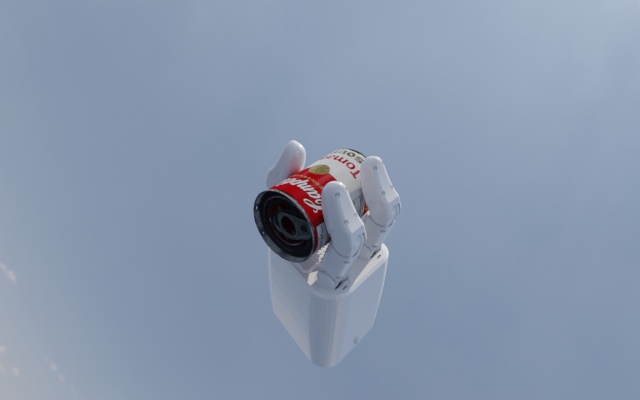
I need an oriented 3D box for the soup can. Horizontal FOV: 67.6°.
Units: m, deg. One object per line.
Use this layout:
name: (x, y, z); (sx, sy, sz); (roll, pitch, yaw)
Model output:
soup can: (0.000, 0.001, 0.428); (0.068, 0.068, 0.102); (0, 25, 44)
